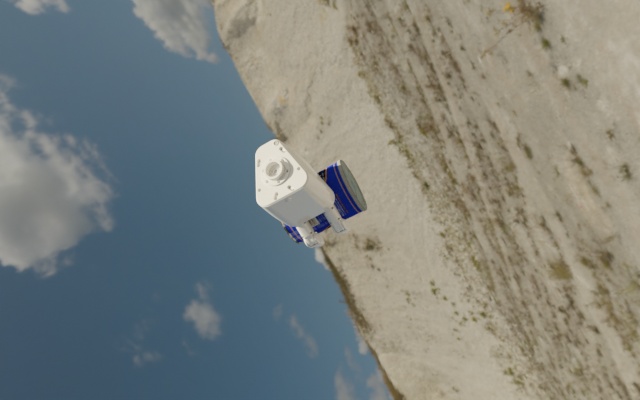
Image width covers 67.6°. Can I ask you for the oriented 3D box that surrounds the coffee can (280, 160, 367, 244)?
[{"bbox_3d":[0.000,0.003,0.873,0.140,0.103,0.103,-28,-6,12],"label":"coffee can"}]
